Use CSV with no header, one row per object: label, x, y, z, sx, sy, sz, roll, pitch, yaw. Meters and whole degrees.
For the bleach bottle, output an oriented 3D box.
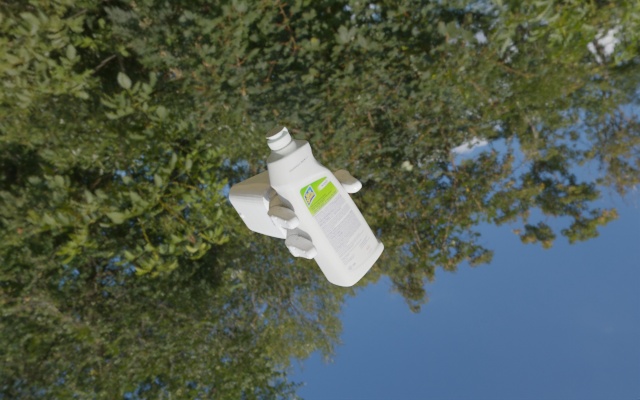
bleach bottle,0.000,0.002,0.684,0.068,0.251,0.102,5,42,48
